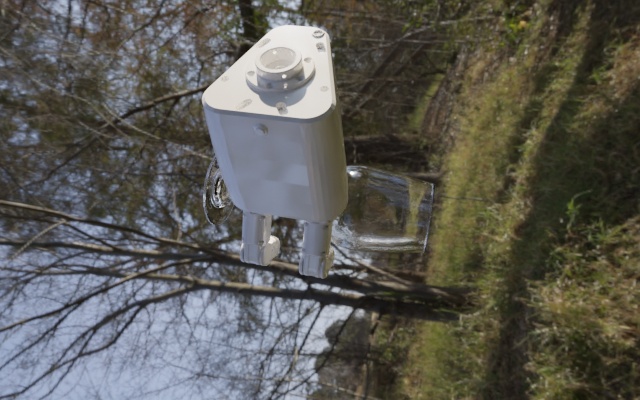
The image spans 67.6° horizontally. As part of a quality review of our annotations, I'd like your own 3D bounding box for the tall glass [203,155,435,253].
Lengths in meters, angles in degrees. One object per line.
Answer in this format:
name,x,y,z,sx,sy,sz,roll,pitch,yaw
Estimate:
tall glass,-0.001,0.001,0.441,0.201,0.079,0.079,9,2,12
